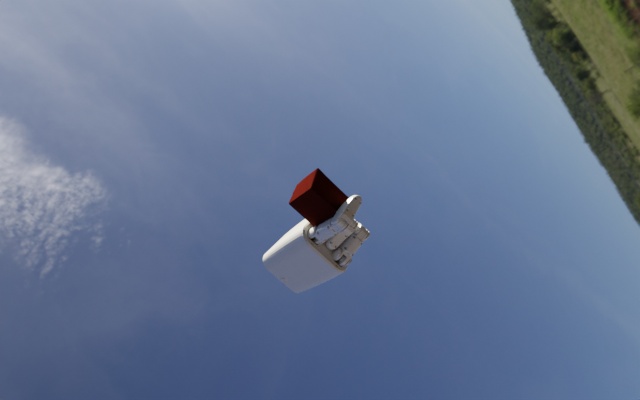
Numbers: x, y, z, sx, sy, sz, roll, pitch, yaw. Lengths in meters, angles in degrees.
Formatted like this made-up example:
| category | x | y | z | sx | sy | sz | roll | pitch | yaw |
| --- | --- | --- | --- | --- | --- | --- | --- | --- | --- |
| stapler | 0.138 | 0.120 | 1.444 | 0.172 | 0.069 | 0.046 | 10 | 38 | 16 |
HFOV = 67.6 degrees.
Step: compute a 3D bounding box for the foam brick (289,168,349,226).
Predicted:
| category | x | y | z | sx | sy | sz | roll | pitch | yaw |
| --- | --- | --- | --- | --- | --- | --- | --- | --- | --- |
| foam brick | 0.000 | 0.002 | 0.724 | 0.051 | 0.078 | 0.053 | -33 | 23 | 35 |
